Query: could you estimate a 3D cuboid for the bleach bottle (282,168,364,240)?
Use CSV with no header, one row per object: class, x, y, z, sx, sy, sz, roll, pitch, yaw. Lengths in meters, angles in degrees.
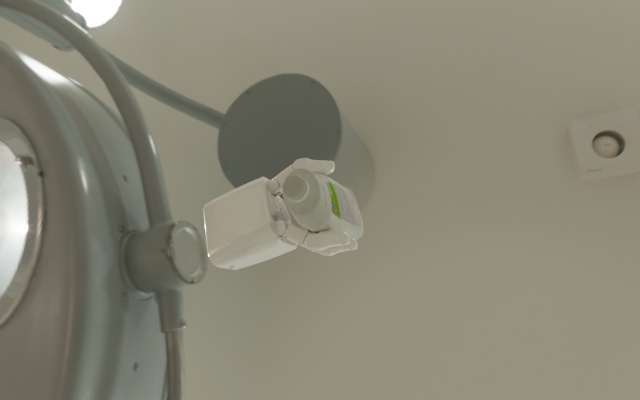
bleach bottle,0.000,0.002,0.689,0.068,0.102,0.251,-22,-18,11
